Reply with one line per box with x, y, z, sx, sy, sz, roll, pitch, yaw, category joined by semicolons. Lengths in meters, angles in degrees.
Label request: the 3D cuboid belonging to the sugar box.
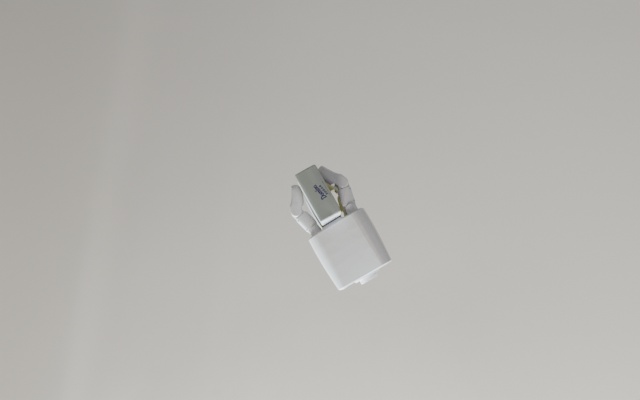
0.001;0.003;0.868;0.048;0.093;0.176;-29;-10;-5;sugar box
